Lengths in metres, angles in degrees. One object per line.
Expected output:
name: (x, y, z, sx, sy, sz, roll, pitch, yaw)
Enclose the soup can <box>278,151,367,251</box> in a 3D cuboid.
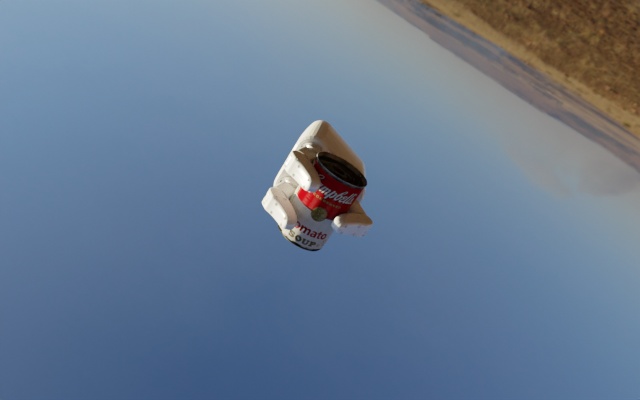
soup can: (0.000, 0.002, 0.573, 0.068, 0.102, 0.068, 28, 24, -13)
